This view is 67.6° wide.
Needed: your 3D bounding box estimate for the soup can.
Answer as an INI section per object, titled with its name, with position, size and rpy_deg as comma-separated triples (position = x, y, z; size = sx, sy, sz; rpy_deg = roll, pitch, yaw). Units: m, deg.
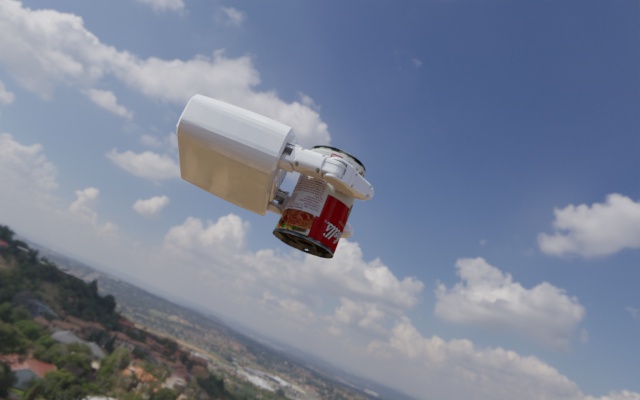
[soup can]
position = 0.001, 0.002, 0.507
size = 0.068, 0.102, 0.068
rpy_deg = 21, -17, 7
